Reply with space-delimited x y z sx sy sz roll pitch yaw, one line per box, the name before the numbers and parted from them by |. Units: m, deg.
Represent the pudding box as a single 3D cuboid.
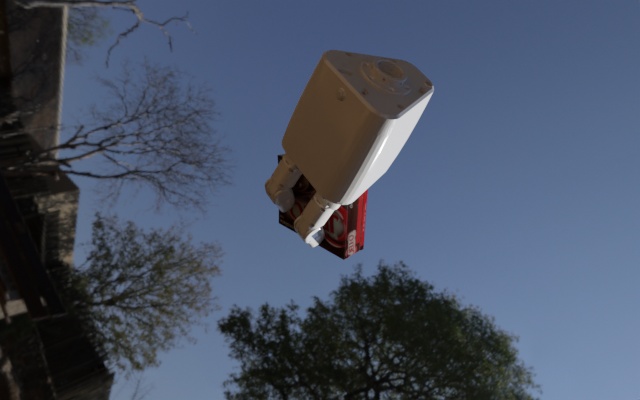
pudding box | 0.000 0.002 0.534 0.039 0.090 0.113 -20 33 -38
